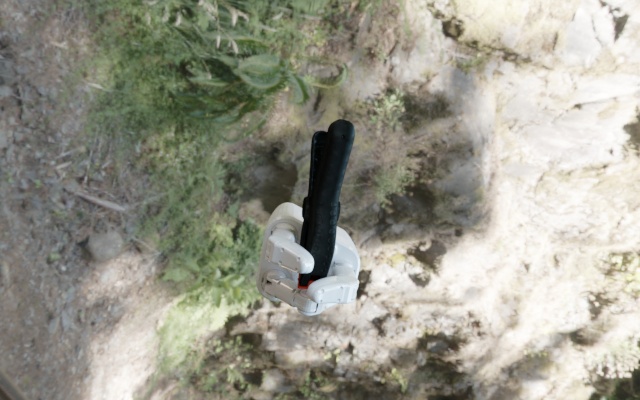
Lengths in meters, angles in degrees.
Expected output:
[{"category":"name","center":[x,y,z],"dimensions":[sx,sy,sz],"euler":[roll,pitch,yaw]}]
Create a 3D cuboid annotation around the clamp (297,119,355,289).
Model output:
[{"category":"clamp","center":[0.001,0.002,0.486],"dimensions":[0.039,0.171,0.120],"euler":[11,10,-4]}]
